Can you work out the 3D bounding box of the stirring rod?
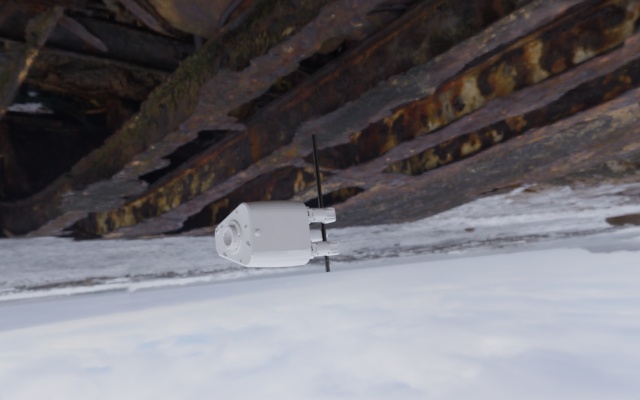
[{"bbox_3d":[0.000,0.003,0.825,0.011,0.239,0.011,-6,-8,-1],"label":"stirring rod"}]
